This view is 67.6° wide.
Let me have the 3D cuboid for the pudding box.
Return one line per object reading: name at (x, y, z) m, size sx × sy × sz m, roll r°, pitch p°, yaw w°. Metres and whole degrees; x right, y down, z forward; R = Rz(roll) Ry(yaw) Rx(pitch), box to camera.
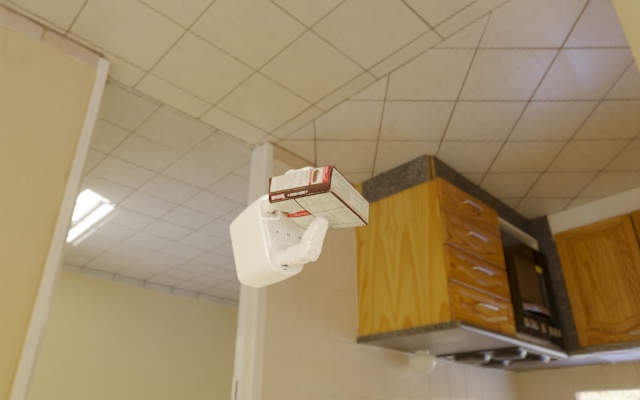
pudding box at (0.000, 0.002, 0.605) m, size 0.090 × 0.039 × 0.113 m, roll -11°, pitch -27°, yaw 26°
